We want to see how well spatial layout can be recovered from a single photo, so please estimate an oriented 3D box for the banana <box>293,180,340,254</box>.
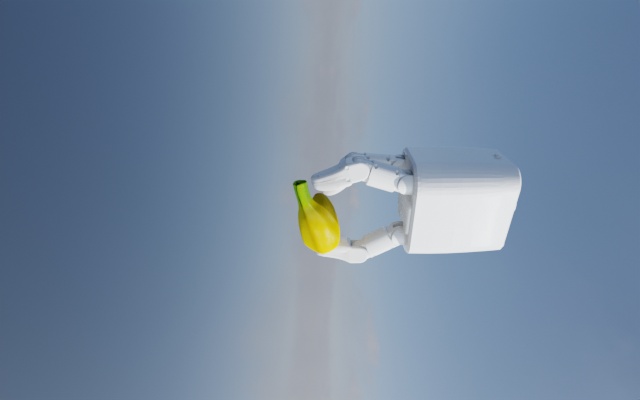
[{"bbox_3d":[0.001,0.020,0.500,0.037,0.069,0.198,-4,-3,3],"label":"banana"}]
